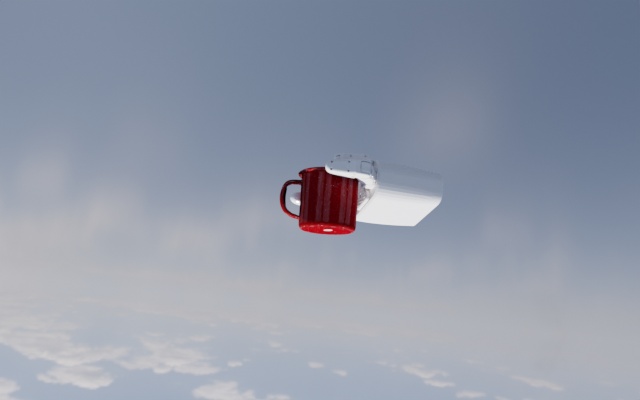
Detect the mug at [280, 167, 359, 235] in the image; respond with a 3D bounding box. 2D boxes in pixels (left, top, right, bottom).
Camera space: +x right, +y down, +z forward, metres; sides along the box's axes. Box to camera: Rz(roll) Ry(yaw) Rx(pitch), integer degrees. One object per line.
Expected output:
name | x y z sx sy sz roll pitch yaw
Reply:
mug | -0.001 0.002 0.678 0.117 0.081 0.093 7 -12 -13
